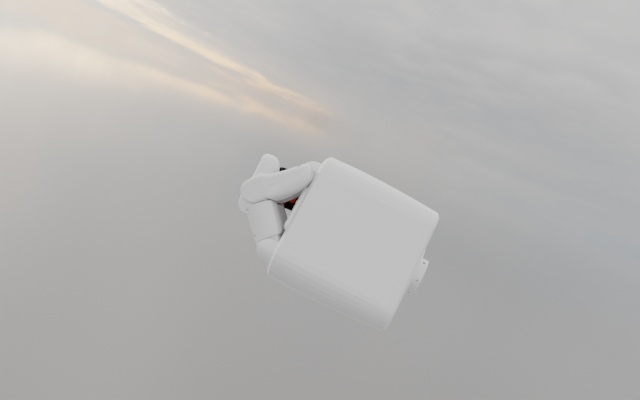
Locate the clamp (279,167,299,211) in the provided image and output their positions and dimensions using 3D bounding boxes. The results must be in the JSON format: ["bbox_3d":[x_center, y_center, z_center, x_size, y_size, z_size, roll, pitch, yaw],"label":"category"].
[{"bbox_3d":[0.000,0.001,0.516,0.120,0.039,0.171,29,9,8],"label":"clamp"}]
